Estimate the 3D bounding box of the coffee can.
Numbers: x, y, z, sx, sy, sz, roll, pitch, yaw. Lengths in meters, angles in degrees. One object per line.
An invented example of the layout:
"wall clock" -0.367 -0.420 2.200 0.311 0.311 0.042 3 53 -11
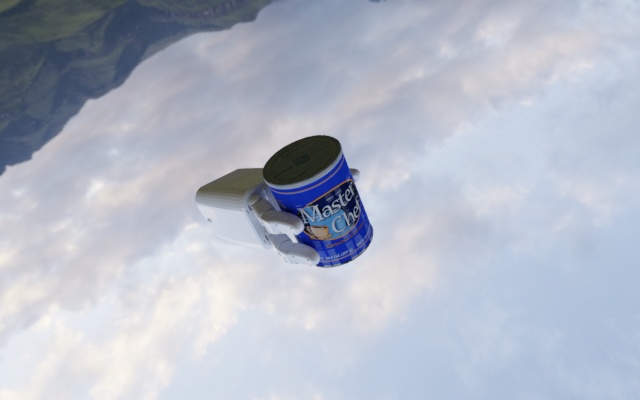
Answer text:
"coffee can" 0.000 0.002 0.616 0.103 0.140 0.102 -16 35 12
